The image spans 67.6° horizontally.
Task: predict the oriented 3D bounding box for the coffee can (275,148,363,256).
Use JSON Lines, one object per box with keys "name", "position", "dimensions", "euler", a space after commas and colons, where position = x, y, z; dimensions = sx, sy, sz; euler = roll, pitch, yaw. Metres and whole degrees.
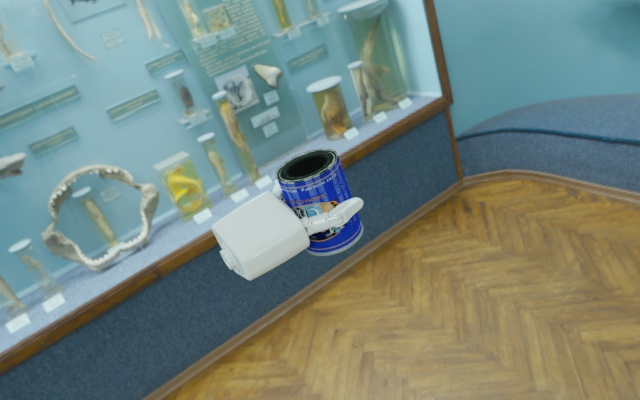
{"name": "coffee can", "position": [0.000, 0.003, 0.762], "dimensions": [0.103, 0.140, 0.102], "euler": [-16, 28, 9]}
